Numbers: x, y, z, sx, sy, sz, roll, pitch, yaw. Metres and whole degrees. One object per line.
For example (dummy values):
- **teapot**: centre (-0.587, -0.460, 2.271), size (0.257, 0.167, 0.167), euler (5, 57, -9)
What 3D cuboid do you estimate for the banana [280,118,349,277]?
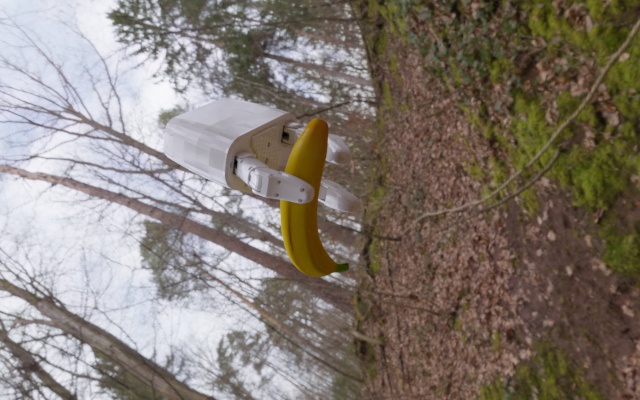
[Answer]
- **banana**: centre (-0.012, 0.014, 0.490), size (0.037, 0.198, 0.069), euler (23, 47, 35)
